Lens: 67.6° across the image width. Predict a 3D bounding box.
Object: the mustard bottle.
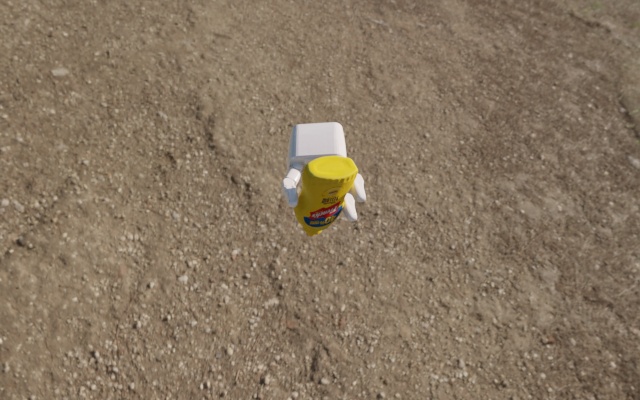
[{"bbox_3d":[0.000,0.003,0.899,0.096,0.058,0.192,-11,-37,-26],"label":"mustard bottle"}]
